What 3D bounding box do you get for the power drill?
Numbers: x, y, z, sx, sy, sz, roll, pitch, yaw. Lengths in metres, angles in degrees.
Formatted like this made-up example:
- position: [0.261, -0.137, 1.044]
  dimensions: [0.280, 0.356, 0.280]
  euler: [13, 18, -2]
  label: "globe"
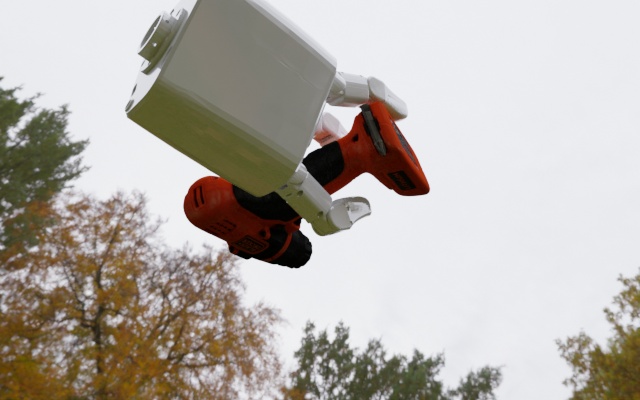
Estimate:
- position: [0.000, 0.001, 0.436]
  dimensions: [0.188, 0.057, 0.184]
  euler: [-27, -29, 15]
  label: "power drill"
